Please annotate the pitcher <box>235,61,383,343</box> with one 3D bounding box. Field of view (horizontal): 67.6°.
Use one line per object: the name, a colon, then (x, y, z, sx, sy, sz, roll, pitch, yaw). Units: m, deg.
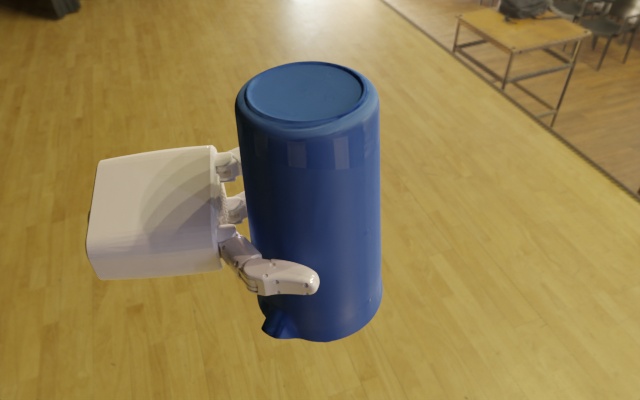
pitcher: (0.000, 0.001, 0.436, 0.145, 0.243, 0.149, -7, 43, -5)
